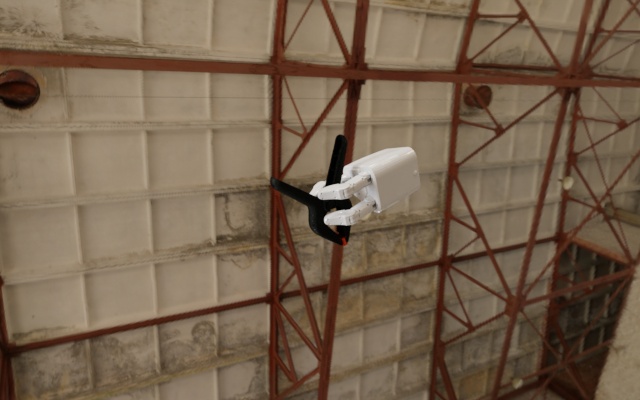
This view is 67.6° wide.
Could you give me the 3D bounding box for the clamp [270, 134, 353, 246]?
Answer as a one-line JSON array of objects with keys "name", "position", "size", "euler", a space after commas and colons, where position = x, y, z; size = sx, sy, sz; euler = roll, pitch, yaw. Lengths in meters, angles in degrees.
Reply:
[{"name": "clamp", "position": [0.000, 0.003, 0.880], "size": [0.164, 0.210, 0.036], "euler": [-27, 30, -23]}]
